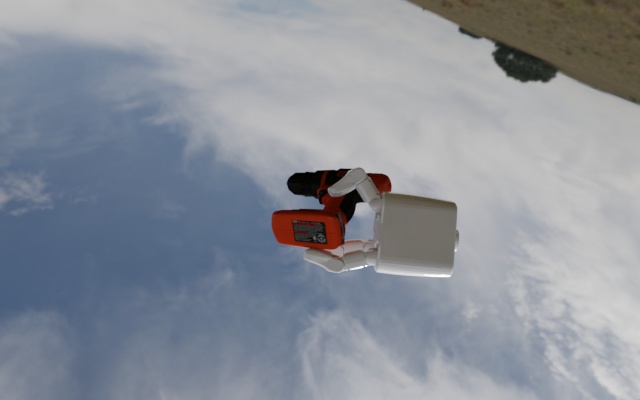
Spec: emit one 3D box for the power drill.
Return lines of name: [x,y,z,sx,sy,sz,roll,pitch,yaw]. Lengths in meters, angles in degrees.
power drill: [0.000,0.003,0.740,0.184,0.057,0.187,2,27,25]
